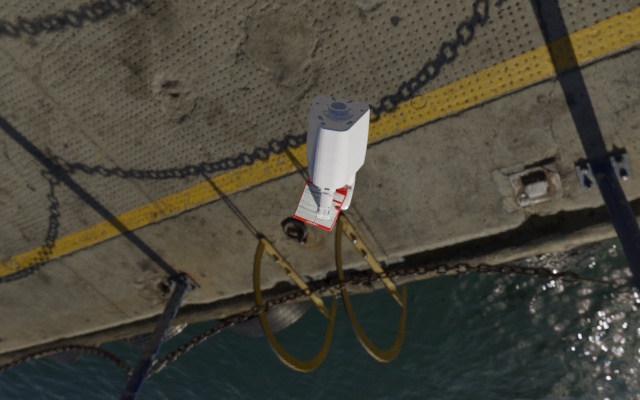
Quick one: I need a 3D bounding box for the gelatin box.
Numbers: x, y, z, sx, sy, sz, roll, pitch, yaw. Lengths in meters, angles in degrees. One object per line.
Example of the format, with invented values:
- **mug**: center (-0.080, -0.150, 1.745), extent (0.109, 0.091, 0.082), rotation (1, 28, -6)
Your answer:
- **gelatin box**: center (0.000, 0.003, 0.842), extent (0.073, 0.089, 0.030), rotation (20, 35, -3)
